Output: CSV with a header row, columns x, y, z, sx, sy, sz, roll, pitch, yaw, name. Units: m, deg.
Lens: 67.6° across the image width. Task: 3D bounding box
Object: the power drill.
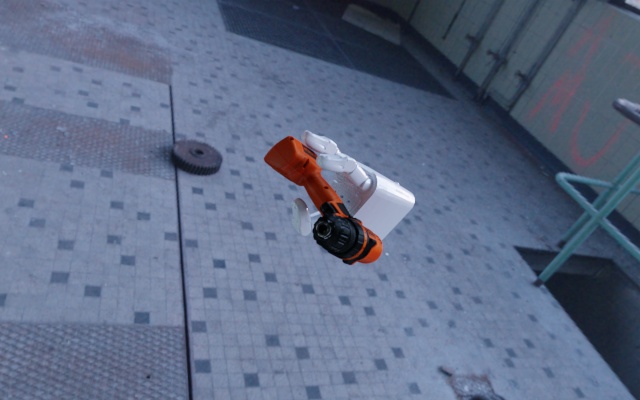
x,y,z,sx,sy,sz,roll,pitch,yaw,name
0.000,0.002,0.639,0.057,0.187,0.184,-38,-24,8,power drill
